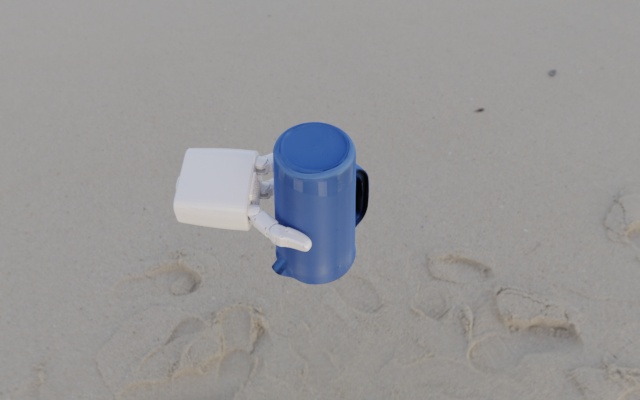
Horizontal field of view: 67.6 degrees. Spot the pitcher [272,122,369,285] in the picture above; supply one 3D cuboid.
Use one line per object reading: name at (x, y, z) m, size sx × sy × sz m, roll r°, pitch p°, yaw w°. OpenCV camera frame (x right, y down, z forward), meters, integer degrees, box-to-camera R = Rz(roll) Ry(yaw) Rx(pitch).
pitcher at (0.000, 0.002, 0.707) m, size 0.145 × 0.149 × 0.243 m, roll 6°, pitch -40°, yaw 4°
